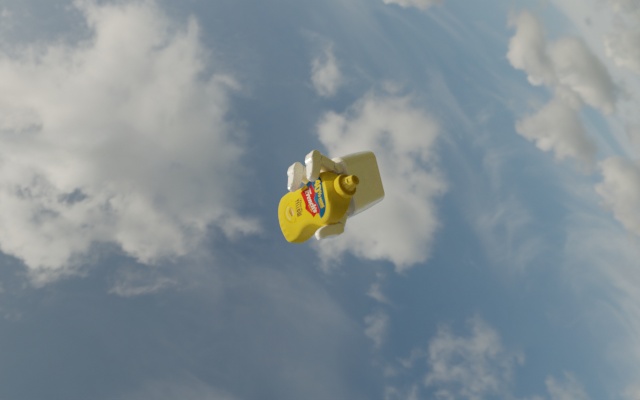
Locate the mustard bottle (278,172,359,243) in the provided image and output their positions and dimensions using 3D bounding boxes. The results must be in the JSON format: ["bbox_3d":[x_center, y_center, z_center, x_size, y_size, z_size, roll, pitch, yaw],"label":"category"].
[{"bbox_3d":[0.000,0.003,0.860,0.058,0.096,0.192,10,-30,-39],"label":"mustard bottle"}]
